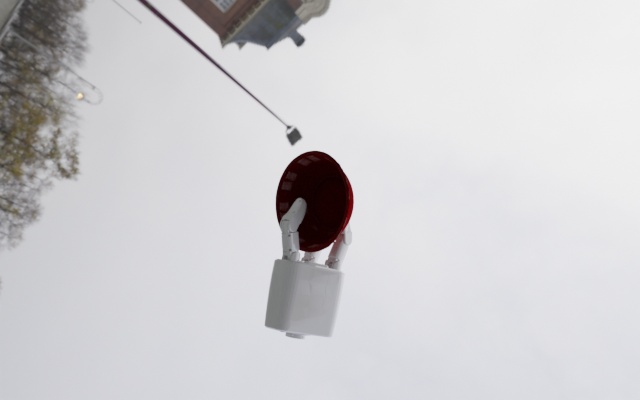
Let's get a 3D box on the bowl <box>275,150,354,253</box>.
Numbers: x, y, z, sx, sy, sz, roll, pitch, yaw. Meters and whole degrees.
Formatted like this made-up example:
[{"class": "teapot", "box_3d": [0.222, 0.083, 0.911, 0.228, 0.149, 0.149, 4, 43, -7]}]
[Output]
[{"class": "bowl", "box_3d": [0.001, 0.001, 0.772, 0.162, 0.162, 0.055, 0, -3, 43]}]
